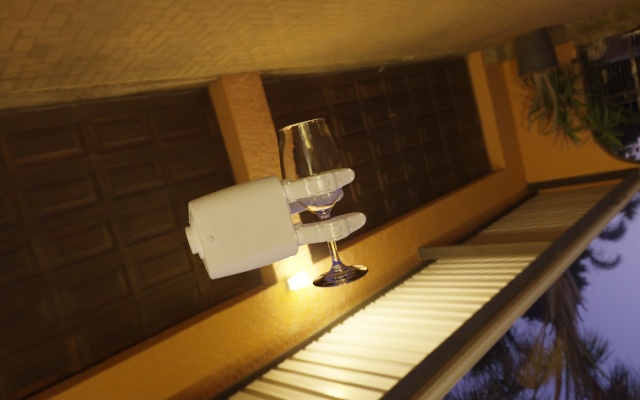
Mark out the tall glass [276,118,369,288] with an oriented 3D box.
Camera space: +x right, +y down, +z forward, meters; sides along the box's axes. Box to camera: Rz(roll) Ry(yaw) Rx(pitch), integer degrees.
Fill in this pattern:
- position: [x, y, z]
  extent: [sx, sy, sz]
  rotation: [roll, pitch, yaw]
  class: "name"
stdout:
- position: [0.000, 0.003, 0.598]
  extent: [0.079, 0.201, 0.079]
  rotation: [-14, 7, 2]
  class: "tall glass"
